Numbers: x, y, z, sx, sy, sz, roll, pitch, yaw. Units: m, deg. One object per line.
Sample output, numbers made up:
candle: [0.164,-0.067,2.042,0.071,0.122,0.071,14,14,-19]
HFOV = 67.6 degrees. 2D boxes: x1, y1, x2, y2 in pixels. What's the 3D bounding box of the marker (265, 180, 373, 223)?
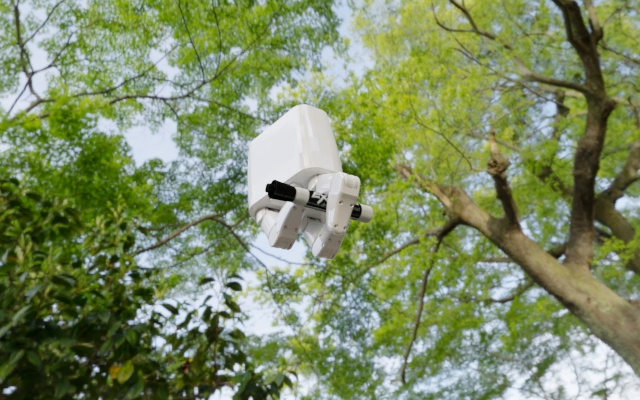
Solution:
marker: [0.000,0.002,0.481,0.121,0.020,0.020,15,-8,-29]
